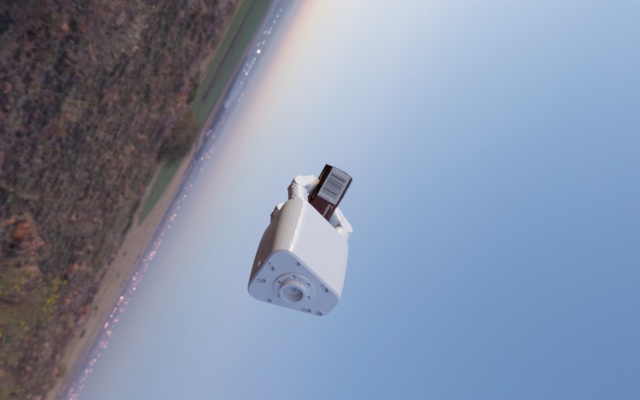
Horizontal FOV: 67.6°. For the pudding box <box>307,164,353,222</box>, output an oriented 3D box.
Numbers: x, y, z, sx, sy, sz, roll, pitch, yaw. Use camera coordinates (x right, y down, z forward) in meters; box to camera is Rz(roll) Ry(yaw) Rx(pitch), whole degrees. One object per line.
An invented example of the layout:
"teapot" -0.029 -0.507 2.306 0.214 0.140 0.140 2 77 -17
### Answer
"pudding box" 0.000 0.002 0.715 0.039 0.113 0.090 31 3 -9
